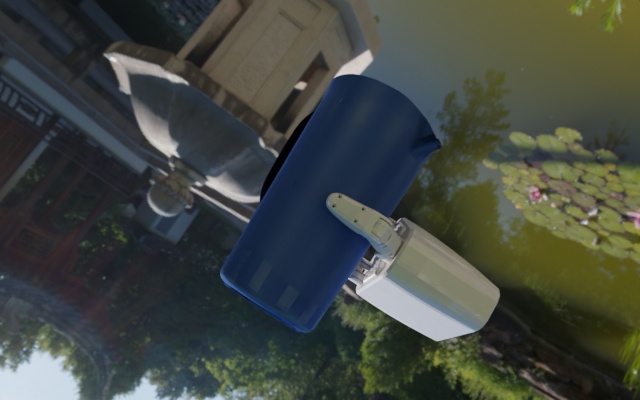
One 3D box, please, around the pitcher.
[{"bbox_3d":[0.000,0.002,0.496,0.145,0.242,0.149,33,-12,0],"label":"pitcher"}]
